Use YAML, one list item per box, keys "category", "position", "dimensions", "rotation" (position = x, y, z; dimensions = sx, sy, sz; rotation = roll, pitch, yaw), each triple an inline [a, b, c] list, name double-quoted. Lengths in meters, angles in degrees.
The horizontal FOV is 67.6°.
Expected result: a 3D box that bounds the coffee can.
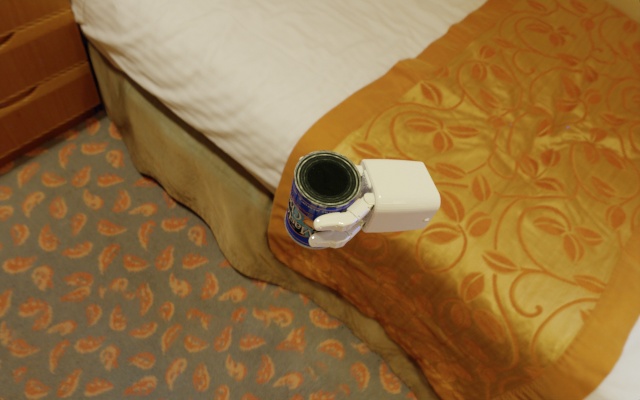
- category: "coffee can"
  position: [0.000, 0.003, 0.766]
  dimensions: [0.103, 0.102, 0.140]
  rotation: [0, -31, -11]
